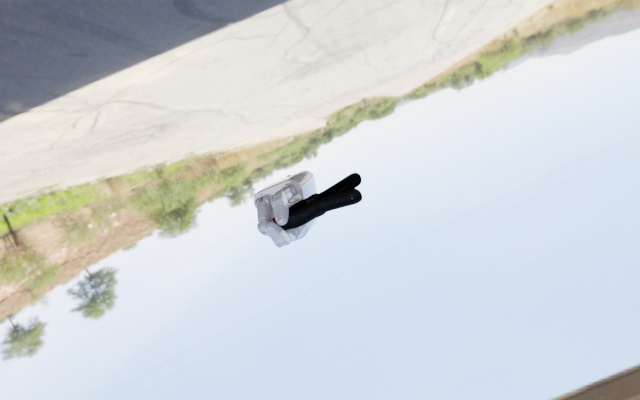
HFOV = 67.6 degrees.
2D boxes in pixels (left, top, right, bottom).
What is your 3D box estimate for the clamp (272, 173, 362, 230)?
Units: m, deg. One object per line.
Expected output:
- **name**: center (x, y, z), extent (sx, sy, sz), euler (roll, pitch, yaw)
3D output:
- **clamp**: center (0.000, 0.003, 0.820), extent (0.171, 0.039, 0.120), euler (-21, 9, 19)
